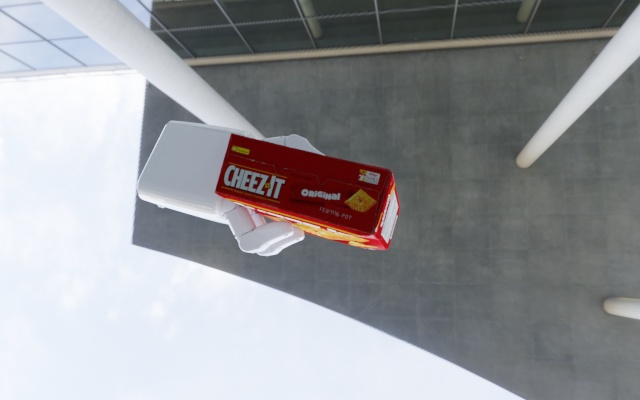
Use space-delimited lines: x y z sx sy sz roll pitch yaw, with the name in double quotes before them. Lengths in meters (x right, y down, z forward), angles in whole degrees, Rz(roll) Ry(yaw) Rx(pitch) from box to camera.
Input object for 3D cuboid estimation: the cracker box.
"cracker box" 0.000 0.002 0.544 0.164 0.072 0.214 14 -6 13
